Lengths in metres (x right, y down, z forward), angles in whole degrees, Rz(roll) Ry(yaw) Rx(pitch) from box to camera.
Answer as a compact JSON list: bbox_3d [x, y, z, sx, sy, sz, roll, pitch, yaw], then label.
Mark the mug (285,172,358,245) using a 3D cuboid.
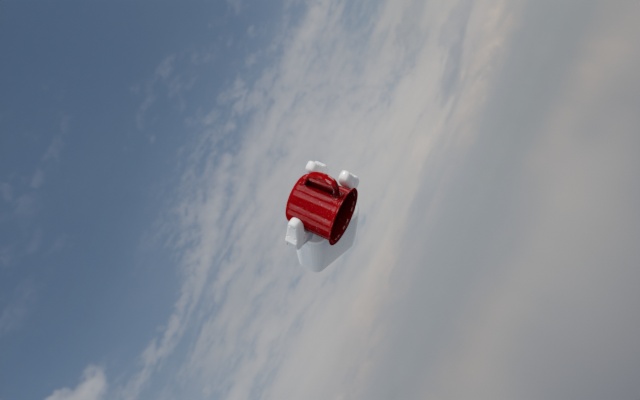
[{"bbox_3d":[0.000,0.001,0.713,0.081,0.093,0.117,23,-34,18],"label":"mug"}]
